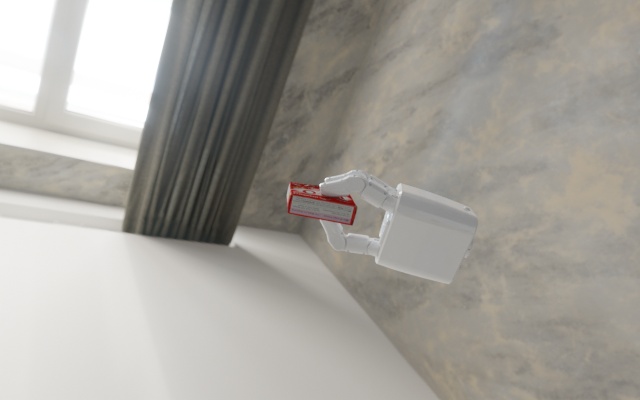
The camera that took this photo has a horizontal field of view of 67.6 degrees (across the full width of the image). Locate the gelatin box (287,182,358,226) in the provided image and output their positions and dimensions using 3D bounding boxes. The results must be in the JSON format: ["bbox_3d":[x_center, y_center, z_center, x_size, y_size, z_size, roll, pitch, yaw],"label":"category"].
[{"bbox_3d":[0.000,0.002,0.643,0.089,0.030,0.073,10,14,-7],"label":"gelatin box"}]
